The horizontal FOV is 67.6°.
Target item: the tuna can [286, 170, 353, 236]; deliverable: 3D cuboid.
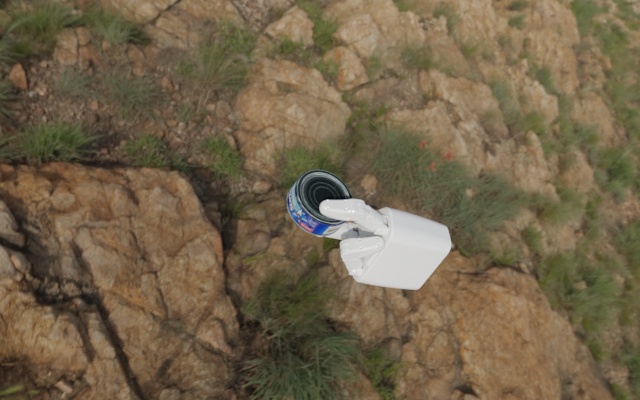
[{"bbox_3d":[0.000,0.002,0.634,0.086,0.086,0.034,0,-30,-29],"label":"tuna can"}]
